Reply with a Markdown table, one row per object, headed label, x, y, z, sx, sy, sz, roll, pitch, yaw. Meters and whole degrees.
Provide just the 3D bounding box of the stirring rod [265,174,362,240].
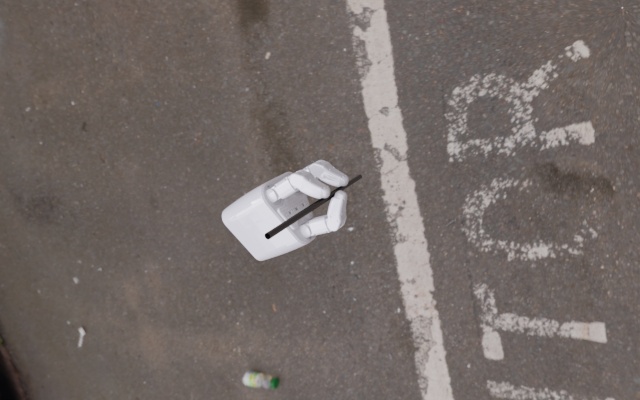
| label | x | y | z | sx | sy | sz | roll | pitch | yaw |
| --- | --- | --- | --- | --- | --- | --- | --- | --- | --- |
| stirring rod | 0.000 | 0.002 | 0.641 | 0.011 | 0.011 | 0.239 | 0 | 19 | 32 |
